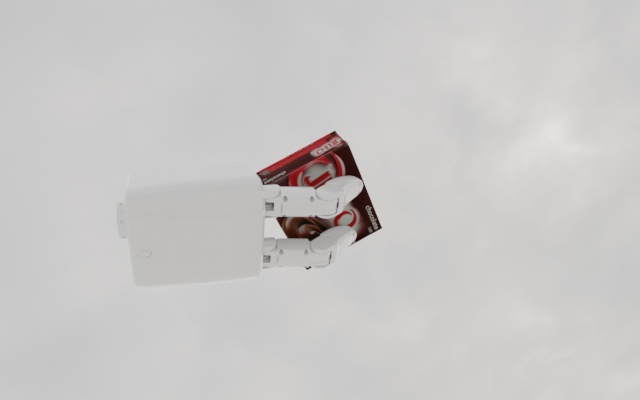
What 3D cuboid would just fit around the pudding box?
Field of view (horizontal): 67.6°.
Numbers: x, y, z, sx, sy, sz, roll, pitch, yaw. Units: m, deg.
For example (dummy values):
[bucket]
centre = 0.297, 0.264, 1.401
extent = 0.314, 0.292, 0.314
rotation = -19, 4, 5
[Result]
[pudding box]
centre = 0.000, 0.001, 0.466
extent = 0.090, 0.114, 0.039
rotation = -28, 38, -3
